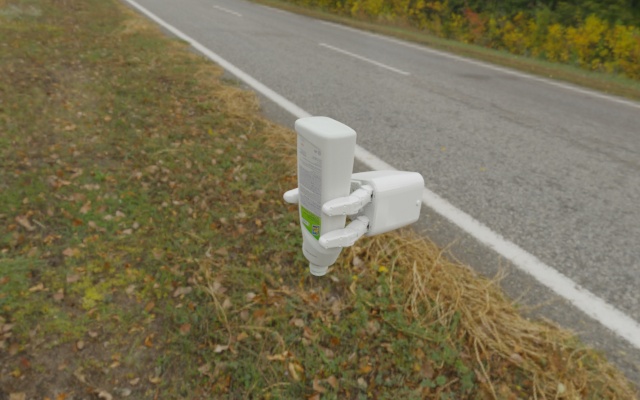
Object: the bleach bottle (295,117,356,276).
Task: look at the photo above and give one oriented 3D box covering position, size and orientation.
[{"bbox_3d":[0.000,0.002,0.757,0.068,0.251,0.102,-12,30,-30],"label":"bleach bottle"}]
